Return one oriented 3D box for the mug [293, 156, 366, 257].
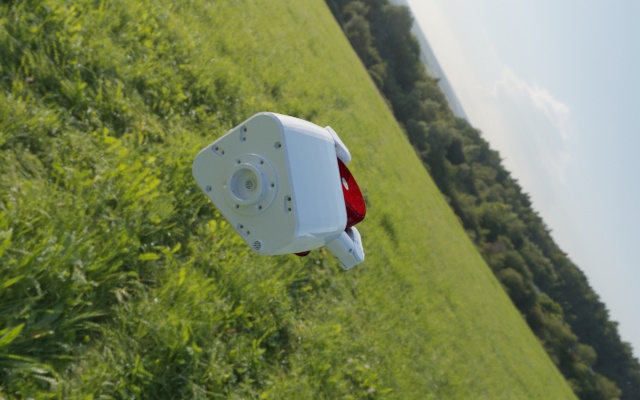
[{"bbox_3d":[0.001,0.002,0.528,0.081,0.093,0.117,-29,-9,20],"label":"mug"}]
